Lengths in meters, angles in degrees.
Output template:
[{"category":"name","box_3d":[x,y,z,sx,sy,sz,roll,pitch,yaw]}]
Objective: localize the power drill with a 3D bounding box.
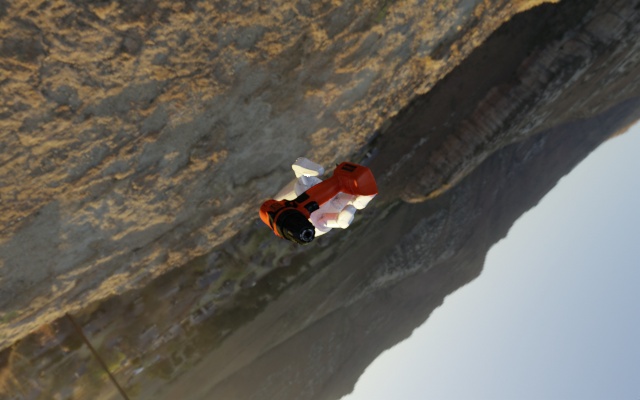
[{"category":"power drill","box_3d":[0.000,0.002,0.809,0.187,0.057,0.184,-28,22,-17]}]
